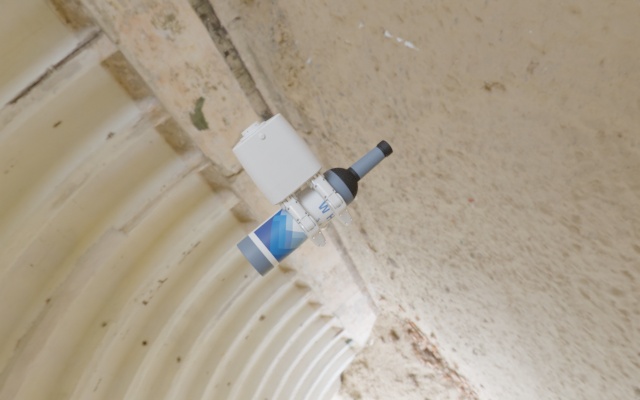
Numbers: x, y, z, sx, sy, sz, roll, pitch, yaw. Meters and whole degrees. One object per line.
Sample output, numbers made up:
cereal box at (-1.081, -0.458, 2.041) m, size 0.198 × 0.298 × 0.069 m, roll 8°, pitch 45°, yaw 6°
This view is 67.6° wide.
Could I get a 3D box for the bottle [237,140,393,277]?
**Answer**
bottle at (0.000, 0.003, 0.775) m, size 0.295 × 0.069 × 0.069 m, roll -40°, pitch 7°, yaw -8°
